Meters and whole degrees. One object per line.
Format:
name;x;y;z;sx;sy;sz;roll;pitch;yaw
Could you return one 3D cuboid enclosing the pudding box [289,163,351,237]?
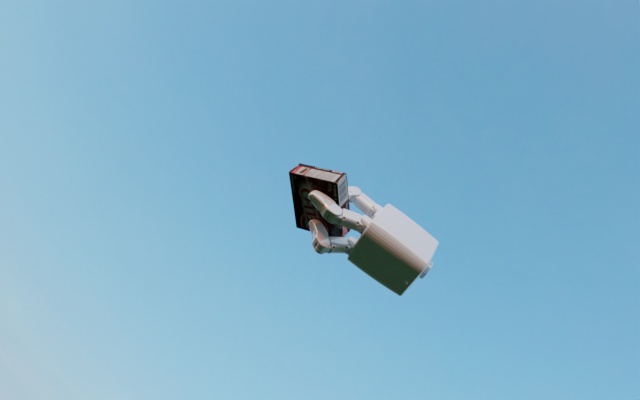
pudding box;0.000;0.002;0.771;0.090;0.114;0.039;13;35;27
